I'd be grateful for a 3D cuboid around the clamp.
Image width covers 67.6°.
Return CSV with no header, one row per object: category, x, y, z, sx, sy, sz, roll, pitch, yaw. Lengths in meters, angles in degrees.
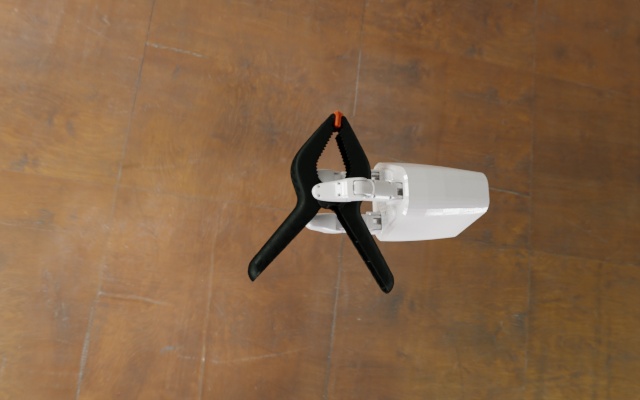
clamp,0.000,0.001,0.541,0.164,0.210,0.036,0,-9,-13
